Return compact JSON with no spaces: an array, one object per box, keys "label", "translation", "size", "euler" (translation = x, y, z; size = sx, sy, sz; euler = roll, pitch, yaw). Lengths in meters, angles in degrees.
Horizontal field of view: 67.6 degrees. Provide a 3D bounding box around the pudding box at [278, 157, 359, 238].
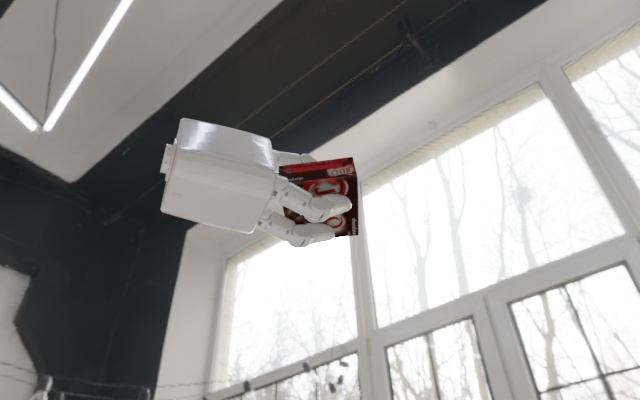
[{"label":"pudding box","translation":[0.000,0.002,0.584],"size":[0.090,0.039,0.114],"euler":[-7,-40,0]}]
